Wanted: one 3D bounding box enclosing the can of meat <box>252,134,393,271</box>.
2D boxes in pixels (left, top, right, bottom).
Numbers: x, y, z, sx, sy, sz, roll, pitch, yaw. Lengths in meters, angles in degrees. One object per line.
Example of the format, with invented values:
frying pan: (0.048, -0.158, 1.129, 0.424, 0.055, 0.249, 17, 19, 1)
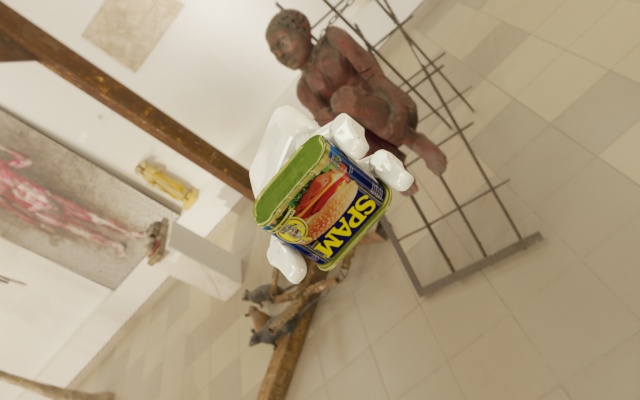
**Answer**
can of meat: (0.000, 0.001, 0.438, 0.084, 0.102, 0.057, 36, 13, -28)
